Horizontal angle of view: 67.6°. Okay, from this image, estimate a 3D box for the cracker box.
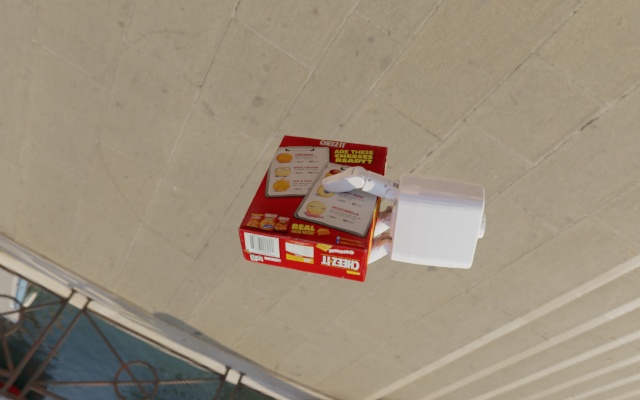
[{"bbox_3d":[0.000,0.002,0.670,0.164,0.072,0.213,8,42,9],"label":"cracker box"}]
